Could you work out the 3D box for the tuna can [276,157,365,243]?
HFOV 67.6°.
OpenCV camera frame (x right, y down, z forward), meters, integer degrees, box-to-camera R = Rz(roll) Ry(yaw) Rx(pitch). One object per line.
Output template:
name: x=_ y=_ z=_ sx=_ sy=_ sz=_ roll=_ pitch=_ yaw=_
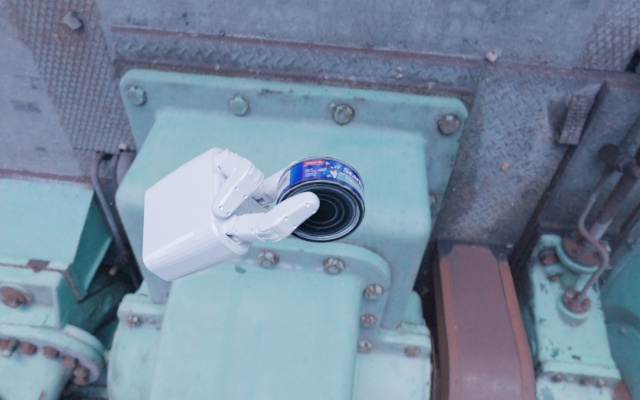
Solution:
tuna can: x=0.000 y=0.002 z=0.458 sx=0.086 sy=0.086 sz=0.033 roll=0 pitch=43 yaw=1
